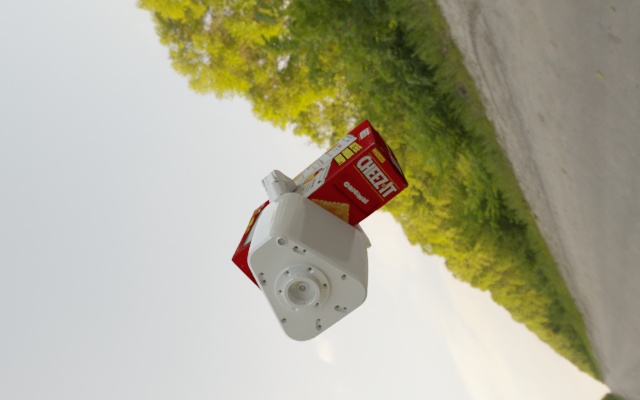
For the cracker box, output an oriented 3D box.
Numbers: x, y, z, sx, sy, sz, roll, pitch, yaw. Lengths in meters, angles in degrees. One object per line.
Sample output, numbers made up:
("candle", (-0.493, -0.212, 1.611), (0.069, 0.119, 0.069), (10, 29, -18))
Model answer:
("cracker box", (0.000, 0.002, 0.603), (0.214, 0.072, 0.164), (-38, 13, 14))
